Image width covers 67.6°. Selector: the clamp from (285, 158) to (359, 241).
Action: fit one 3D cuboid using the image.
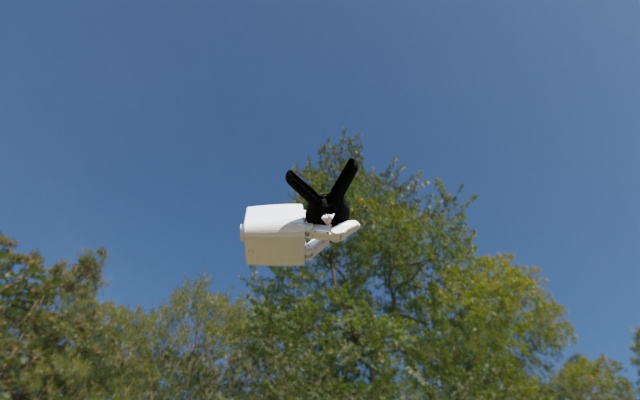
[{"bbox_3d":[0.000,0.002,0.824,0.120,0.172,0.039,-1,38,-4],"label":"clamp"}]
